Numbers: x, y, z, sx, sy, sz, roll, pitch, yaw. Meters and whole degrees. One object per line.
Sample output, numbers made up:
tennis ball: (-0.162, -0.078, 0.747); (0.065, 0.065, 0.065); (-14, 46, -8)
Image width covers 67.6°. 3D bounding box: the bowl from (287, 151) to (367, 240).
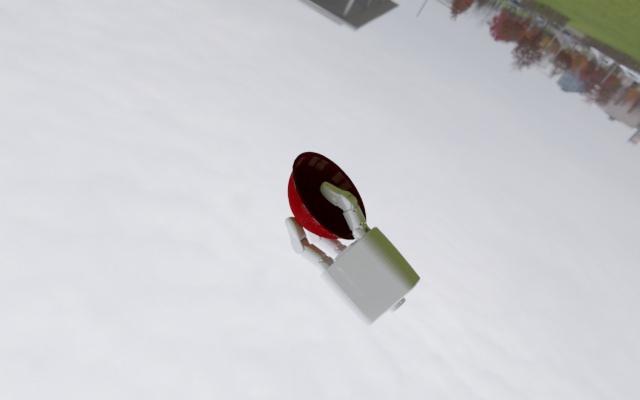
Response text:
bowl: (-0.001, 0.002, 0.766); (0.055, 0.162, 0.162); (-36, -21, 33)
